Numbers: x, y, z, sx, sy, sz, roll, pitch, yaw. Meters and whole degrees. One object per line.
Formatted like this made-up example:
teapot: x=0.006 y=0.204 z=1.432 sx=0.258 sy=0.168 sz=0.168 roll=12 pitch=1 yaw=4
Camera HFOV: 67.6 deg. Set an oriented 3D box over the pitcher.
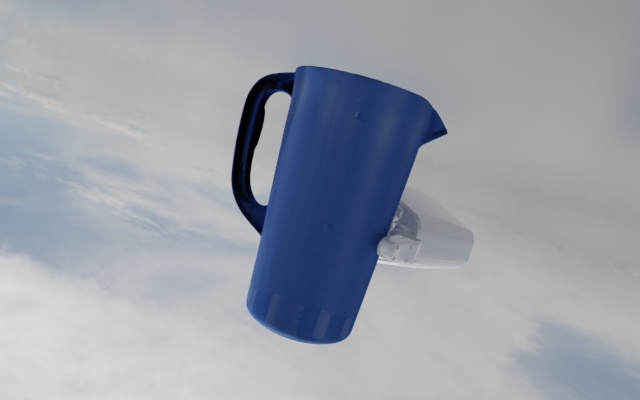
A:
pitcher: x=0.000 y=0.002 z=0.457 sx=0.145 sy=0.243 sz=0.149 roll=11 pitch=9 yaw=-40
